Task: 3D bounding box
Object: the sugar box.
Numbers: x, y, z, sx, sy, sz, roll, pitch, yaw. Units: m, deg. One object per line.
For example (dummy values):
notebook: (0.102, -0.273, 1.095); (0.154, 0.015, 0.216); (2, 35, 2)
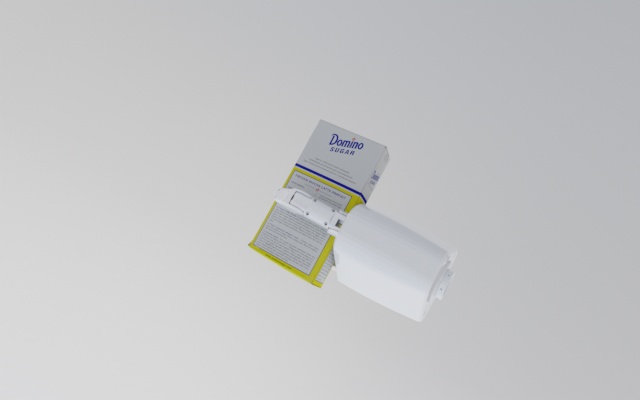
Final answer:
sugar box: (0.000, 0.002, 0.558); (0.093, 0.176, 0.048); (27, -10, 22)
